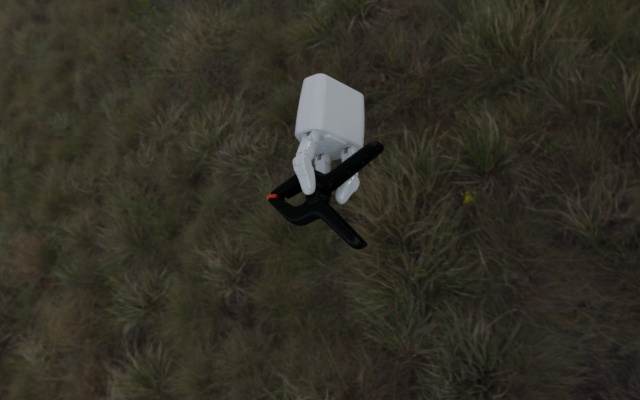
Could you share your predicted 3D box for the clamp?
[{"bbox_3d":[-0.001,0.002,0.736,0.210,0.164,0.036,-10,-28,36],"label":"clamp"}]
